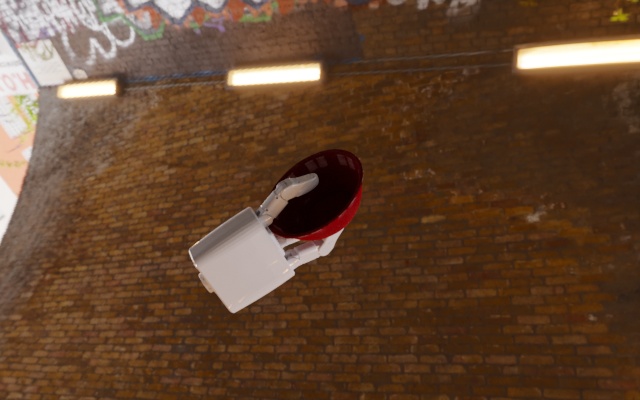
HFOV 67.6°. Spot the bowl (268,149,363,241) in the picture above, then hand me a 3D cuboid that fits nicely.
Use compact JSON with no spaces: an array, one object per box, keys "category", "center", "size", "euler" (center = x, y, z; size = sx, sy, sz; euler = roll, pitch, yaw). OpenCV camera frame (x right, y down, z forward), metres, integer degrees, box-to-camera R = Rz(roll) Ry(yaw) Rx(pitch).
[{"category":"bowl","center":[0.001,0.002,0.692],"size":[0.162,0.162,0.055],"euler":[0,-38,39]}]
